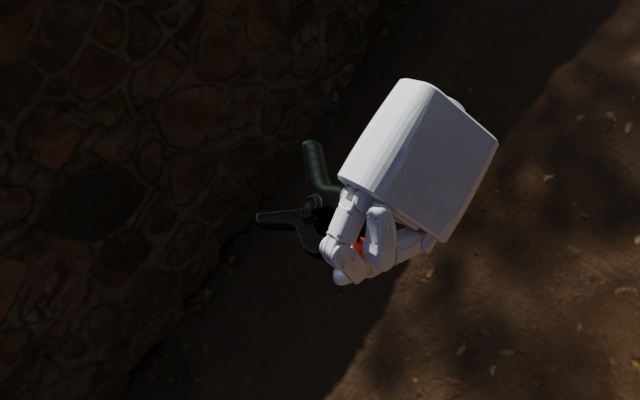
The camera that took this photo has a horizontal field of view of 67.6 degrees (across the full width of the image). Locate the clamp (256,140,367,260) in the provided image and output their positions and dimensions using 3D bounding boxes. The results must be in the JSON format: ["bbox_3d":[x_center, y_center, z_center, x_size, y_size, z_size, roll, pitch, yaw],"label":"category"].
[{"bbox_3d":[0.000,0.002,0.512,0.039,0.120,0.171,20,5,-43],"label":"clamp"}]
